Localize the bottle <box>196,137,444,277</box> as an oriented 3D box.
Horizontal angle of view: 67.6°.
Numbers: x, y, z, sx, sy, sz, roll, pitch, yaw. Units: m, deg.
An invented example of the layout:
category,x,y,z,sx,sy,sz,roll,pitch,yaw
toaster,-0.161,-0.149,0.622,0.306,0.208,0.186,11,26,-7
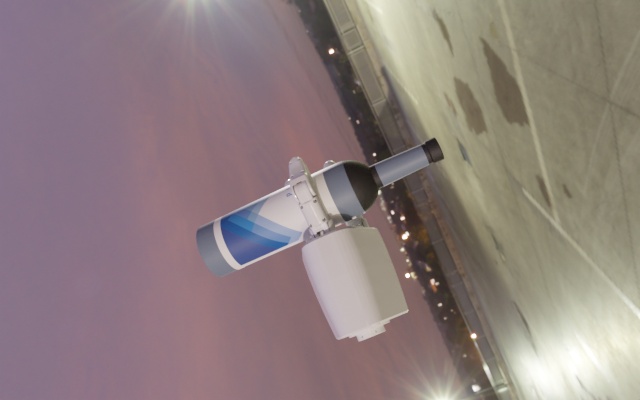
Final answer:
category,x,y,z,sx,sy,sz,roll,pitch,yaw
bottle,0.000,0.002,0.554,0.296,0.069,0.069,-25,-4,9
